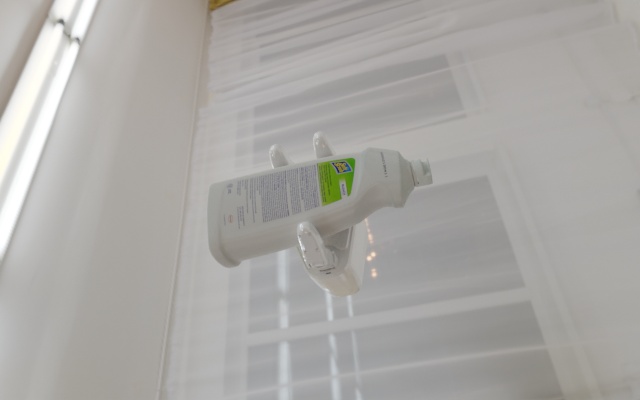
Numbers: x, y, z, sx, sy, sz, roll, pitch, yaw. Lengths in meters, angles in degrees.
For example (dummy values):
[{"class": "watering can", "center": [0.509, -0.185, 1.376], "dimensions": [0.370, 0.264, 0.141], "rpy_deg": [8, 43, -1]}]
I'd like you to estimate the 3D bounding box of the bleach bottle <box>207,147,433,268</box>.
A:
[{"class": "bleach bottle", "center": [0.000, 0.002, 0.539], "dimensions": [0.251, 0.102, 0.068], "rpy_deg": [-13, -28, 10]}]
